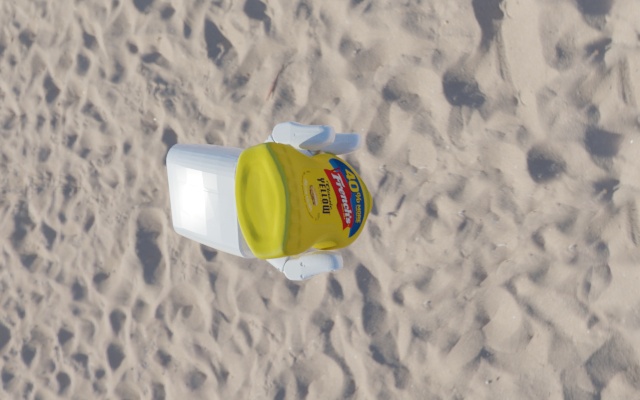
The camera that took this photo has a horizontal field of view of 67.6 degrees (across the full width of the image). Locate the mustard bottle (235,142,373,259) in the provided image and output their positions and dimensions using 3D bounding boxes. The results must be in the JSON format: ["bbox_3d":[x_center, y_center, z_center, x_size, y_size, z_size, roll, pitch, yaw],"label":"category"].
[{"bbox_3d":[0.000,0.002,0.466,0.058,0.096,0.191,-15,-8,30],"label":"mustard bottle"}]
